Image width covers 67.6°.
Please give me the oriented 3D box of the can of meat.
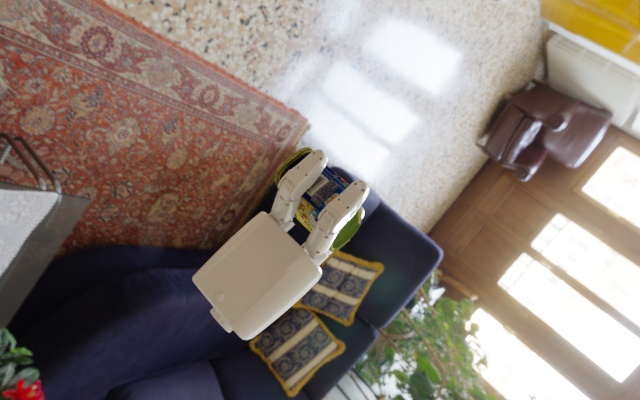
[{"bbox_3d":[0.000,0.002,0.549,0.084,0.057,0.102,42,-18,25],"label":"can of meat"}]
